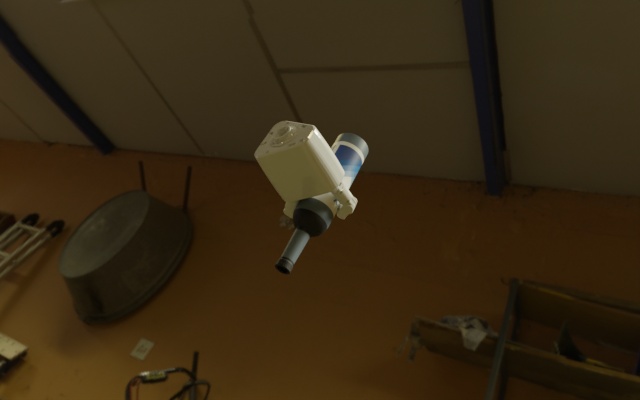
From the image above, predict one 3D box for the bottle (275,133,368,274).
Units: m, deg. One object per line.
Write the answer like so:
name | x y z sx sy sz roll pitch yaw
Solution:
bottle | 0.000 0.003 0.844 0.069 0.295 0.069 21 -33 14
